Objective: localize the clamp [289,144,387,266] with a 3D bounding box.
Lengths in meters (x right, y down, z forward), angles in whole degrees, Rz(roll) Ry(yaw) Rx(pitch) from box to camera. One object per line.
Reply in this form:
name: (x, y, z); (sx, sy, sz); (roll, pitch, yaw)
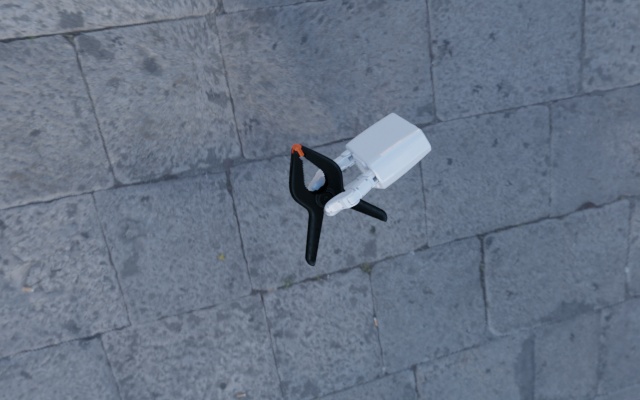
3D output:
clamp: (0.000, 0.002, 0.813); (0.164, 0.210, 0.036); (-38, 21, -4)
